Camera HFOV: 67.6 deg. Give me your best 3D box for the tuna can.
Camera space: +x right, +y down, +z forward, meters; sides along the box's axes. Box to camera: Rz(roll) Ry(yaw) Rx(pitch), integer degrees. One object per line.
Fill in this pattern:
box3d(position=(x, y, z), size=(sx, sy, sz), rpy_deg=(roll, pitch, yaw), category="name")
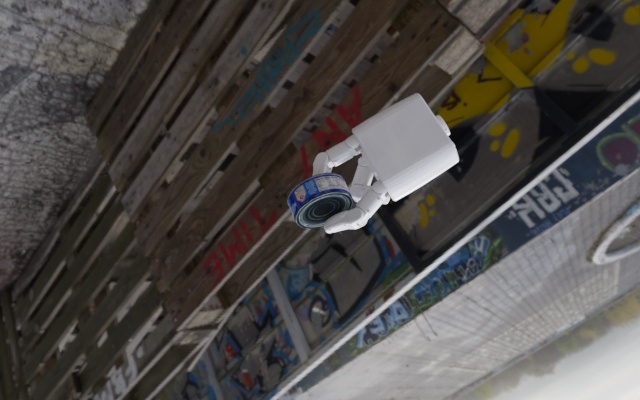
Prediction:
box3d(position=(0.000, 0.003, 0.653), size=(0.086, 0.033, 0.086), rpy_deg=(-16, -32, -11), category="tuna can")
